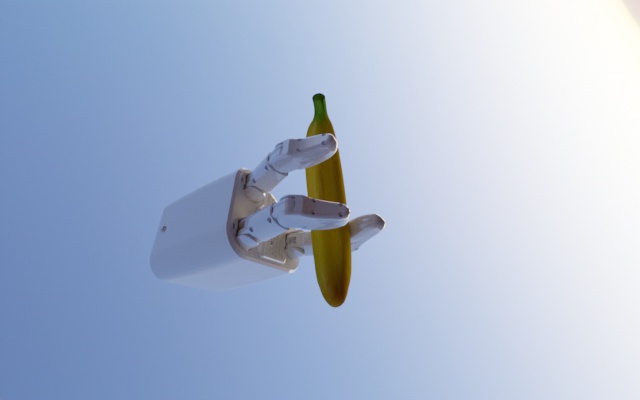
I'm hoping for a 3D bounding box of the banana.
[{"bbox_3d":[0.004,0.003,0.452,0.037,0.197,0.070,-10,-17,12],"label":"banana"}]
